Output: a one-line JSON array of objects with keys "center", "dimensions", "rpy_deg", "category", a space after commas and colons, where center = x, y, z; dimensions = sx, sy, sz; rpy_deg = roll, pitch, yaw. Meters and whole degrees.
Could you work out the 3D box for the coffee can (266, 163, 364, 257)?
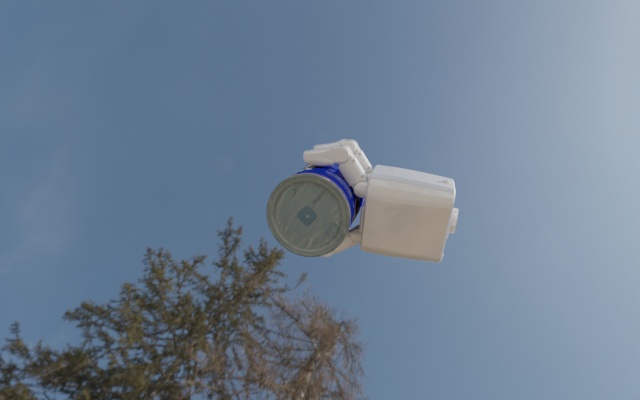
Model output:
[{"center": [0.000, 0.002, 0.629], "dimensions": [0.103, 0.103, 0.140], "rpy_deg": [0, 14, 14], "category": "coffee can"}]
